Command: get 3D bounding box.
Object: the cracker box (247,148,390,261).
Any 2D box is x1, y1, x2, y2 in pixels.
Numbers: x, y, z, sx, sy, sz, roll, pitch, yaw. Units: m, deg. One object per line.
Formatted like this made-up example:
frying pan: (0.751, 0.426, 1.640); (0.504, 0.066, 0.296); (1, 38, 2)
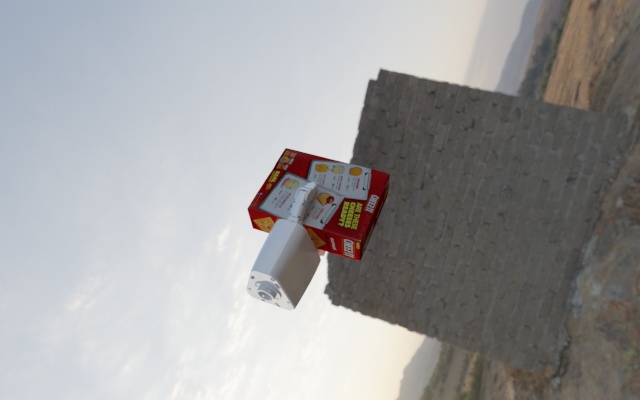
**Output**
cracker box: (0.000, 0.003, 0.874); (0.213, 0.164, 0.072); (16, -37, 16)
